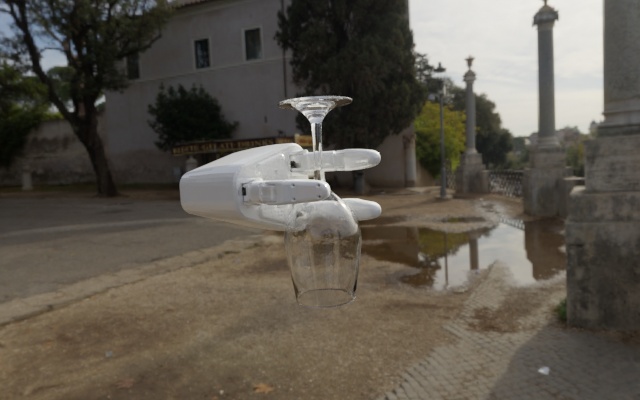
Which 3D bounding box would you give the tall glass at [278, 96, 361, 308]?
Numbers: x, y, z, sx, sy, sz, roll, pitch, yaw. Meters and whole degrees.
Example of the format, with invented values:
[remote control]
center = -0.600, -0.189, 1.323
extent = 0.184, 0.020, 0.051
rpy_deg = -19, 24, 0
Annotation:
[tall glass]
center = 0.000, 0.001, 0.481
extent = 0.079, 0.201, 0.079
rpy_deg = -3, 4, 0
